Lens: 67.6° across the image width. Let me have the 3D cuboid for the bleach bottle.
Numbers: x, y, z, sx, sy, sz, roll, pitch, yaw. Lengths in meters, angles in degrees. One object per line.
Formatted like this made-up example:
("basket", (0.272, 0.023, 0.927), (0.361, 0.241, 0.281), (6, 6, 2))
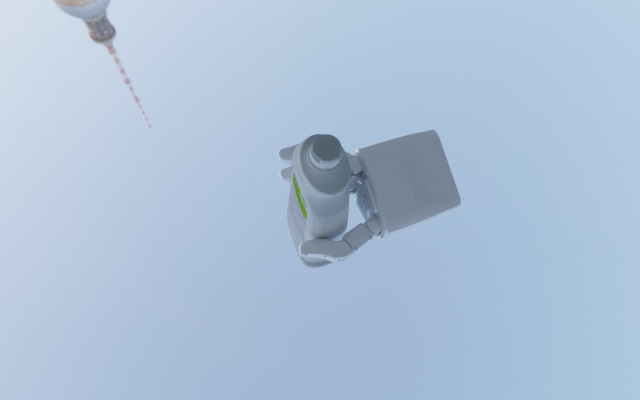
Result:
("bleach bottle", (0.000, 0.002, 0.565), (0.068, 0.102, 0.251), (-19, -18, -11))
